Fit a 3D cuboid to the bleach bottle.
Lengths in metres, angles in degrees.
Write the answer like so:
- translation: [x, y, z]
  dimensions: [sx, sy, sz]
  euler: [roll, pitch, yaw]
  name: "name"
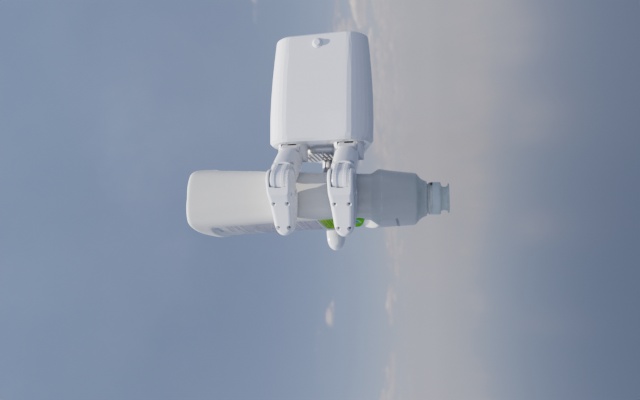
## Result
- translation: [0.000, 0.002, 0.483]
  dimensions: [0.251, 0.068, 0.102]
  euler: [-1, -8, 13]
  name: "bleach bottle"
